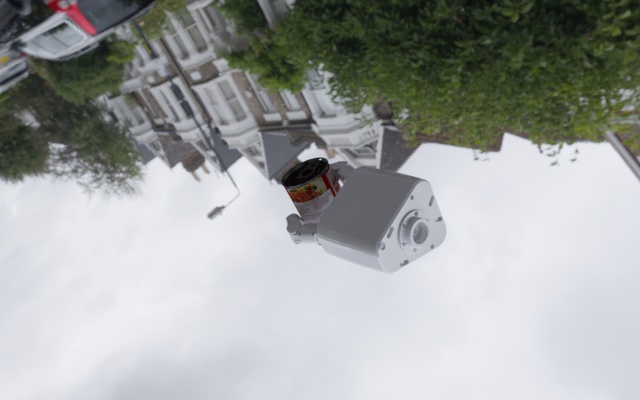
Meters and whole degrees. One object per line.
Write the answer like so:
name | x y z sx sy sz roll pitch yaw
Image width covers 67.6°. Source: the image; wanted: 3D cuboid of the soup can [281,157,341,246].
soup can | 0.000 0.002 0.644 0.068 0.102 0.068 -22 28 12
